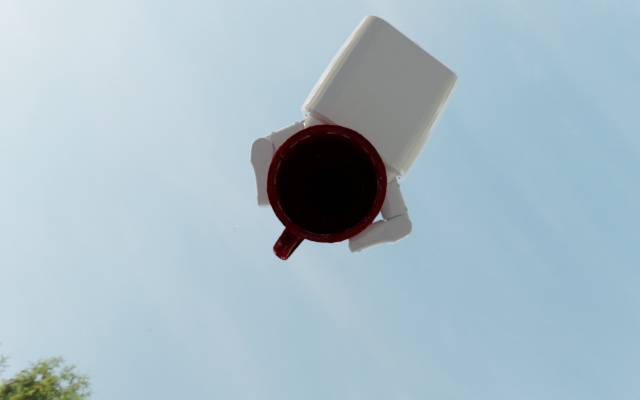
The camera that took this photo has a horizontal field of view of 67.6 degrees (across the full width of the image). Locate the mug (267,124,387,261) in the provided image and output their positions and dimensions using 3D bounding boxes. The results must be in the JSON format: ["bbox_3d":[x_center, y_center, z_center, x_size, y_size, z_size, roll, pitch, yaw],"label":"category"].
[{"bbox_3d":[-0.001,0.003,0.405,0.093,0.117,0.081,33,-4,7],"label":"mug"}]
